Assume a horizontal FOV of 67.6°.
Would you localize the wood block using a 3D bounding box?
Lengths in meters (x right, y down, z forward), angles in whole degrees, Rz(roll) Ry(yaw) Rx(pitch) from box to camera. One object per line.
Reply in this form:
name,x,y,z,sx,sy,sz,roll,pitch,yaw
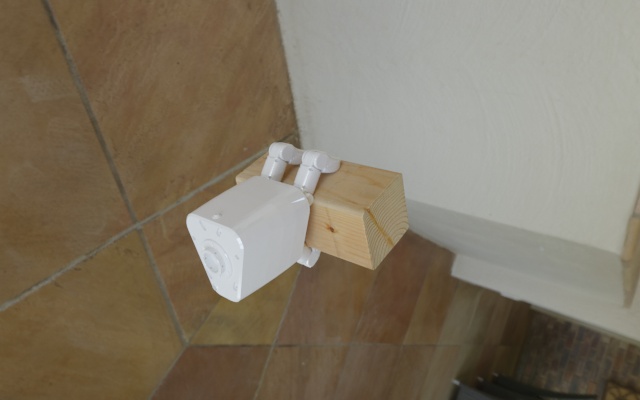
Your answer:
wood block,0.000,0.003,0.628,0.206,0.091,0.090,17,46,35
